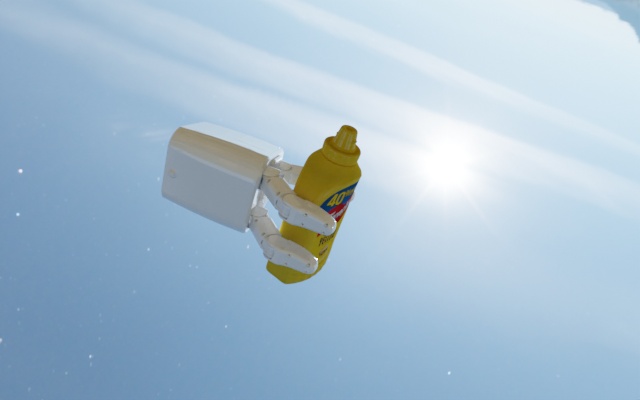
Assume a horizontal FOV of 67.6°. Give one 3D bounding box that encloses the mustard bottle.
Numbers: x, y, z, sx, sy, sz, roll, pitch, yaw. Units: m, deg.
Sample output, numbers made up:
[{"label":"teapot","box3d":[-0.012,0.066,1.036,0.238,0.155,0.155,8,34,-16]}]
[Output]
[{"label":"mustard bottle","box3d":[0.000,0.002,0.537,0.058,0.192,0.096,36,35,22]}]
